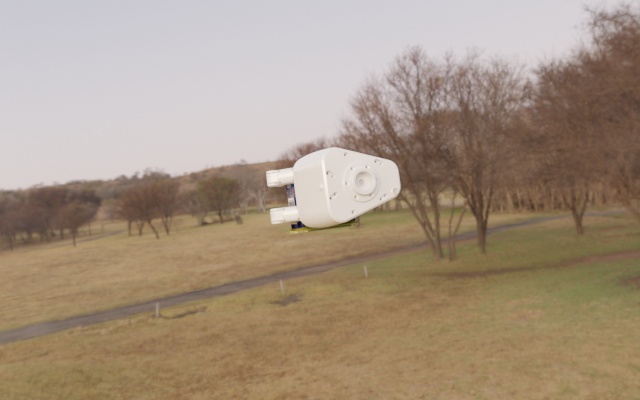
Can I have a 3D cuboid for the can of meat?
[{"bbox_3d":[0.000,0.002,0.725,0.102,0.084,0.057,-7,-1,-17],"label":"can of meat"}]
